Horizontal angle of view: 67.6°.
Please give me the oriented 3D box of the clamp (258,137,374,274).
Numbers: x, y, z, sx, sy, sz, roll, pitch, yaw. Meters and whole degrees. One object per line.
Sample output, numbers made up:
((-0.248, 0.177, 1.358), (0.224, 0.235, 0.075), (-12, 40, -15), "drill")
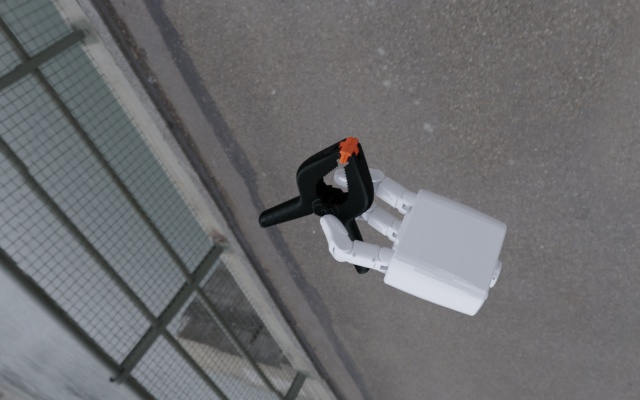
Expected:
((0.000, 0.002, 0.582), (0.164, 0.036, 0.210), (19, -40, 9), "clamp")
